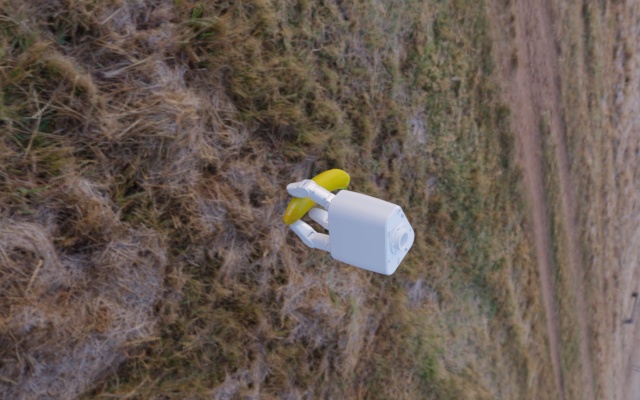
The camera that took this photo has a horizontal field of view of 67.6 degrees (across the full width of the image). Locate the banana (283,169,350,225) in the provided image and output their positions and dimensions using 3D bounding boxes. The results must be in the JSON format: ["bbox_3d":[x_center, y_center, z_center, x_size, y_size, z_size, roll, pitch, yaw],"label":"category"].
[{"bbox_3d":[0.002,-0.016,0.856,0.037,0.070,0.197,16,26,32],"label":"banana"}]
